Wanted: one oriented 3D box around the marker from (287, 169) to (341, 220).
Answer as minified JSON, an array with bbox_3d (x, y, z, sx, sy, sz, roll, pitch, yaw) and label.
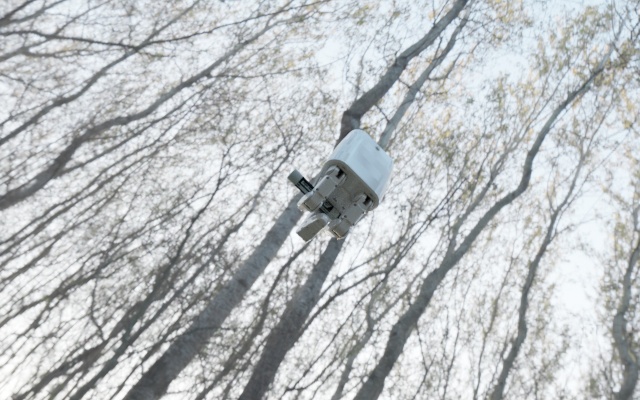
[{"bbox_3d":[0.000,0.002,0.696,0.121,0.020,0.020,45,-10,-10],"label":"marker"}]
